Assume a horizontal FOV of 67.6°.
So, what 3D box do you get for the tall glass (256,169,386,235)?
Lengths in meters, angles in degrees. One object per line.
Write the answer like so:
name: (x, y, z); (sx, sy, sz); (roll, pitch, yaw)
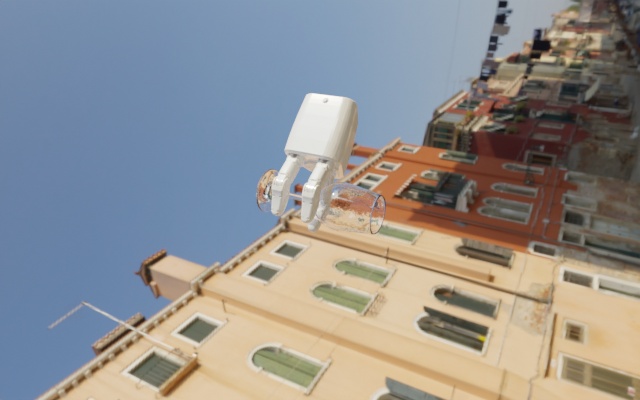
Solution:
tall glass: (-0.001, 0.003, 0.766); (0.201, 0.079, 0.079); (13, 6, 26)
